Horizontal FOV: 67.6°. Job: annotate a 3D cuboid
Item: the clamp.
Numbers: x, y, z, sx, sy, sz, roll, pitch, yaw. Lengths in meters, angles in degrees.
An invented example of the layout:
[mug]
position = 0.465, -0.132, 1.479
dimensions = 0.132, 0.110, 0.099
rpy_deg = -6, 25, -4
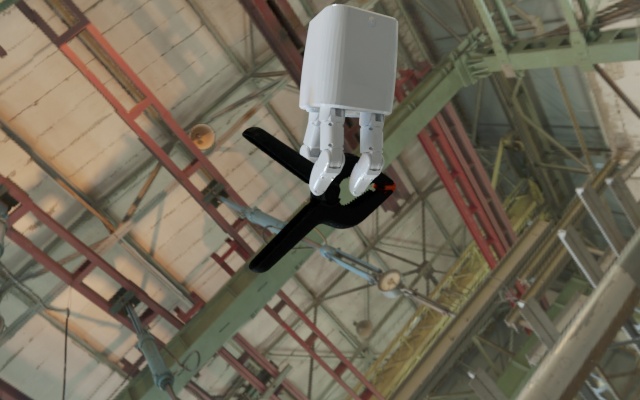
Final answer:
[clamp]
position = 0.000, 0.002, 0.579
dimensions = 0.210, 0.164, 0.036
rpy_deg = 1, 9, -31
